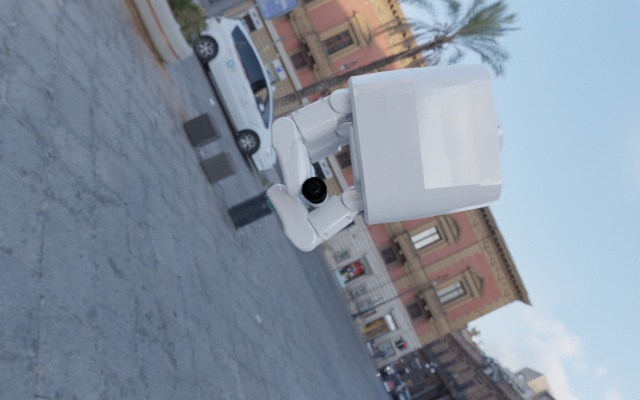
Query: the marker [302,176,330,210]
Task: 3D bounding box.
[{"bbox_3d":[0.000,0.001,0.404,0.020,0.020,0.121,0,-11,5],"label":"marker"}]
